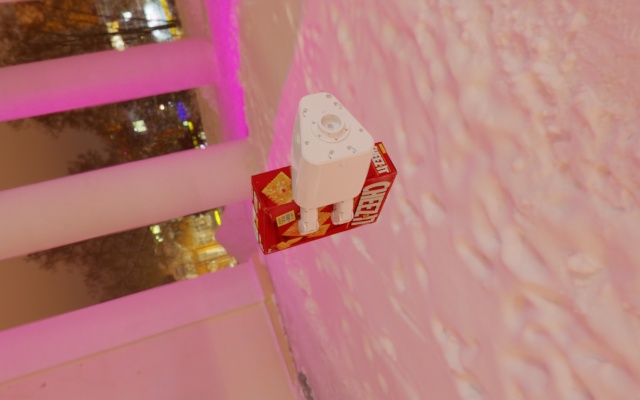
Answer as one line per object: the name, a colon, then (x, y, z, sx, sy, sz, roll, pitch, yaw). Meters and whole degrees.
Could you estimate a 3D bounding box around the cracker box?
cracker box: (0.000, 0.002, 0.767, 0.213, 0.072, 0.164, -15, -27, -15)
